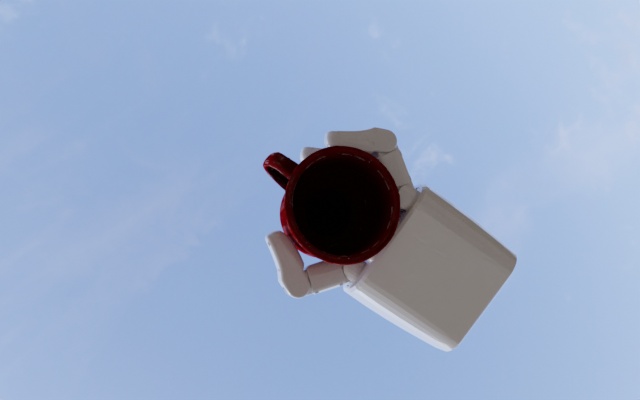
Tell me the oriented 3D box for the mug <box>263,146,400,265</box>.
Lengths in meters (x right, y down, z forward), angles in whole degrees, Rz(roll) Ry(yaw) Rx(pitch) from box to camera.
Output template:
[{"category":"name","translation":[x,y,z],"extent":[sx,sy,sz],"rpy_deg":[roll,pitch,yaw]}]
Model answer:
[{"category":"mug","translation":[-0.001,0.001,0.405],"extent":[0.117,0.093,0.081],"rpy_deg":[35,-13,-6]}]
